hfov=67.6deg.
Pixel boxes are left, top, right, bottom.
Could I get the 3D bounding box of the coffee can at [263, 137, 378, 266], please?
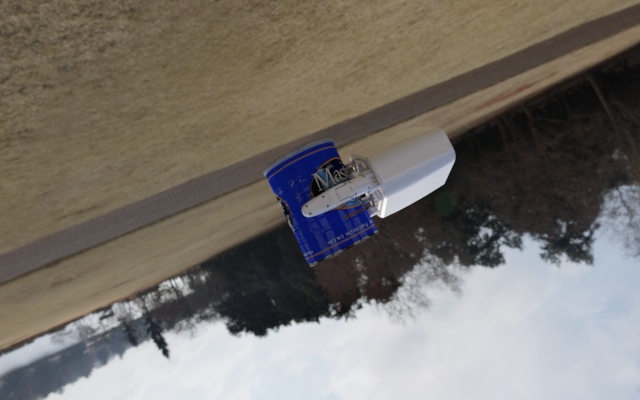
[{"bbox_3d":[0.000,0.002,0.634,0.103,0.140,0.103,-26,-4,-2],"label":"coffee can"}]
